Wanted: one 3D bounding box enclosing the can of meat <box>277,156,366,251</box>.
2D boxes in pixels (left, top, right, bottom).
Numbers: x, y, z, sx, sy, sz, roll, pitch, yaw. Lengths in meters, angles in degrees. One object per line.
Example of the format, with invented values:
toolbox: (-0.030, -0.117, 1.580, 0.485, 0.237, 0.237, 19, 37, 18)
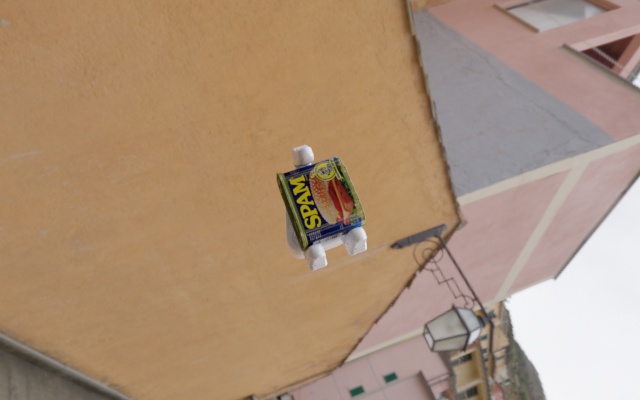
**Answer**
can of meat: (0.000, 0.002, 0.606, 0.084, 0.102, 0.057, -18, -15, -10)
